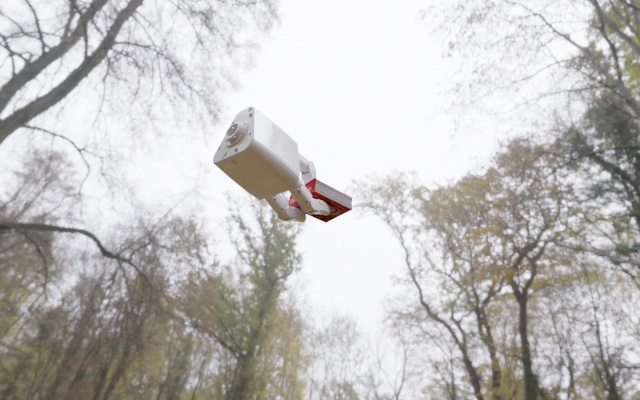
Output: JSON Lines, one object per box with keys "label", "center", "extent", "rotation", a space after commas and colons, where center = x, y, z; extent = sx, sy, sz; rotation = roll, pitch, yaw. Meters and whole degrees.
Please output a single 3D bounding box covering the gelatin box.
{"label": "gelatin box", "center": [0.000, 0.002, 0.843], "extent": [0.089, 0.030, 0.073], "rotation": [26, -36, -30]}
